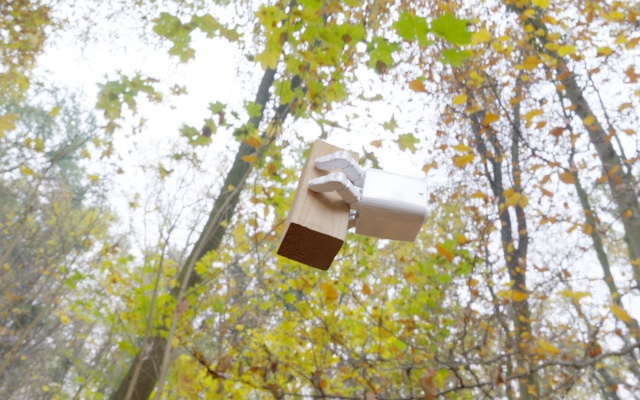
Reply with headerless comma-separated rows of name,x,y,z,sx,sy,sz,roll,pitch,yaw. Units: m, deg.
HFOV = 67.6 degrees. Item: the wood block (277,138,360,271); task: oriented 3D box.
wood block,0.000,0.003,0.813,0.090,0.206,0.091,20,-45,-6
